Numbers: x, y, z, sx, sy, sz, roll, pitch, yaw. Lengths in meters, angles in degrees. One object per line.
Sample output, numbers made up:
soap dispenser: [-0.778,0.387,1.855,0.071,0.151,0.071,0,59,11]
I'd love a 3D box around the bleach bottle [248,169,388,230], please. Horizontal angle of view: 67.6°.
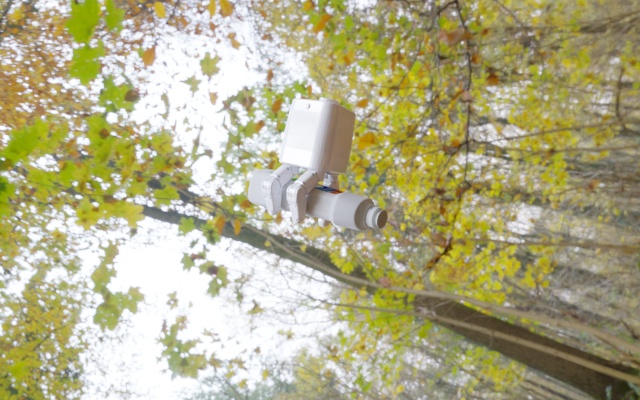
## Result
bleach bottle: [0.000,0.003,0.776,0.251,0.068,0.102,15,6,38]
